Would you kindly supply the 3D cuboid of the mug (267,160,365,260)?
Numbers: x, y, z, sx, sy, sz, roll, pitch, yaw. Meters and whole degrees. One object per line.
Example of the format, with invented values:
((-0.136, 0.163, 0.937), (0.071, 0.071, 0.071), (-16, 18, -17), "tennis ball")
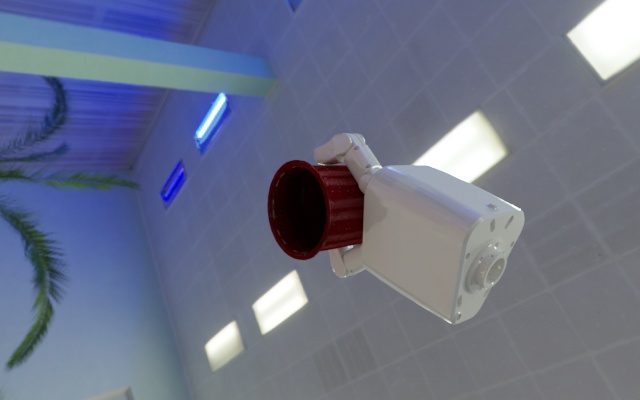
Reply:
((-0.001, 0.001, 0.476), (0.081, 0.093, 0.117), (-5, 28, -41), "mug")
